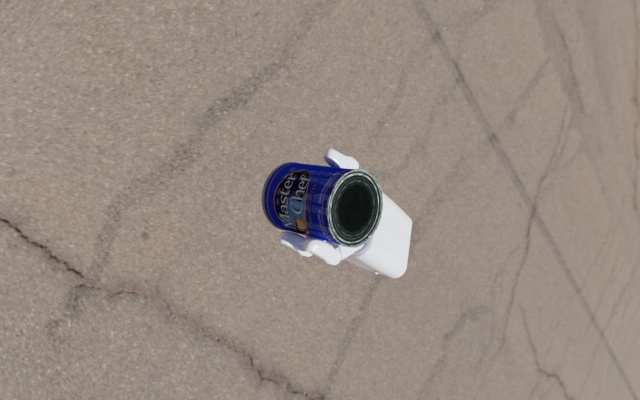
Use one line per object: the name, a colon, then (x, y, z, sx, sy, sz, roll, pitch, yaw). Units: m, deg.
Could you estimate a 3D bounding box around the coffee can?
coffee can: (0.000, 0.002, 0.660, 0.103, 0.103, 0.140, 0, 7, -42)
